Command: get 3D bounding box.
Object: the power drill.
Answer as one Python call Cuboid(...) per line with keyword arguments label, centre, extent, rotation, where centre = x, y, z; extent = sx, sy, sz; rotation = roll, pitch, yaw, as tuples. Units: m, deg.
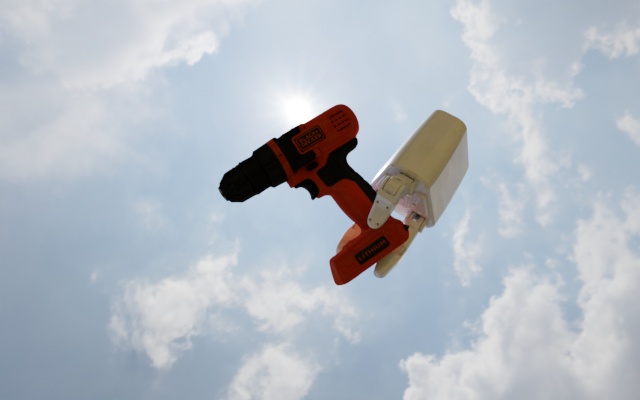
Cuboid(label="power drill", centre=(0.001, 0.002, 0.559), extent=(0.184, 0.187, 0.057), rotation=(-33, -1, -9))
